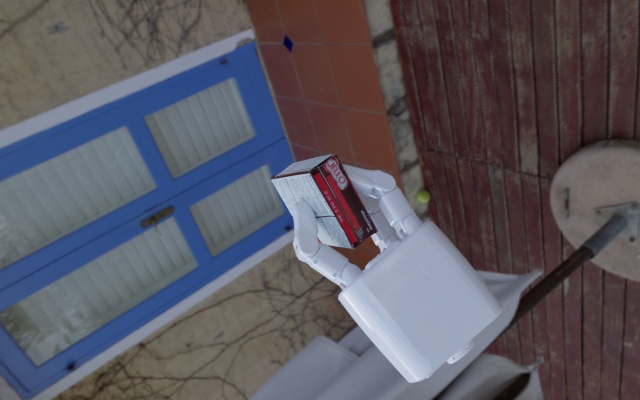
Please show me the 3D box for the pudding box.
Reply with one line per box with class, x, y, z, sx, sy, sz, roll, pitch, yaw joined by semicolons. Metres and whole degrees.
pudding box;0.000;0.002;0.500;0.039;0.090;0.113;-34;14;-24
